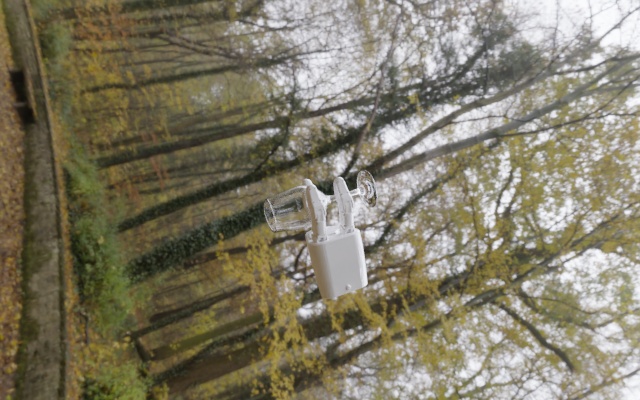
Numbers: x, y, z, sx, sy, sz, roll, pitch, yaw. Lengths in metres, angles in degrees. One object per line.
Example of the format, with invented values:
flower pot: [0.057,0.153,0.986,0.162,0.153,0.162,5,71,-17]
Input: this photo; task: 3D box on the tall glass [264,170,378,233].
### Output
tall glass: [0.001,0.003,0.877,0.201,0.079,0.079,-15,5,-20]
